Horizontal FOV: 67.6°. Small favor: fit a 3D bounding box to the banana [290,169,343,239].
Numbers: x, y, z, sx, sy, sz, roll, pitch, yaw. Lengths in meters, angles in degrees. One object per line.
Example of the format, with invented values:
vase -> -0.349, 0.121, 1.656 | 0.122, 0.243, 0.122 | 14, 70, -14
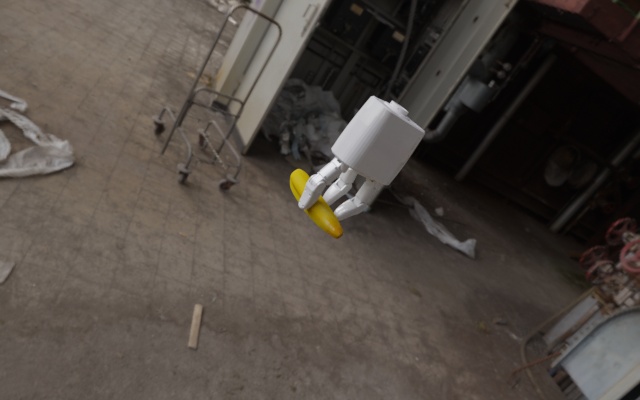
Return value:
banana -> -0.015, -0.007, 0.812 | 0.070, 0.037, 0.197 | 30, 16, -31
